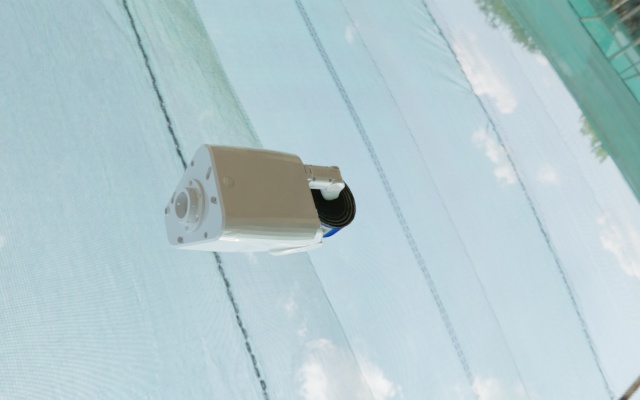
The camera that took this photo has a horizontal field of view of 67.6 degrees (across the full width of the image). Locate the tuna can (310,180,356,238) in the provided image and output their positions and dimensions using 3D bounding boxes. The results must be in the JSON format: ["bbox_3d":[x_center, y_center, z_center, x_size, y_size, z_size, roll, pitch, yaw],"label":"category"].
[{"bbox_3d":[0.000,0.002,0.584,0.086,0.086,0.034,0,-29,-42],"label":"tuna can"}]
